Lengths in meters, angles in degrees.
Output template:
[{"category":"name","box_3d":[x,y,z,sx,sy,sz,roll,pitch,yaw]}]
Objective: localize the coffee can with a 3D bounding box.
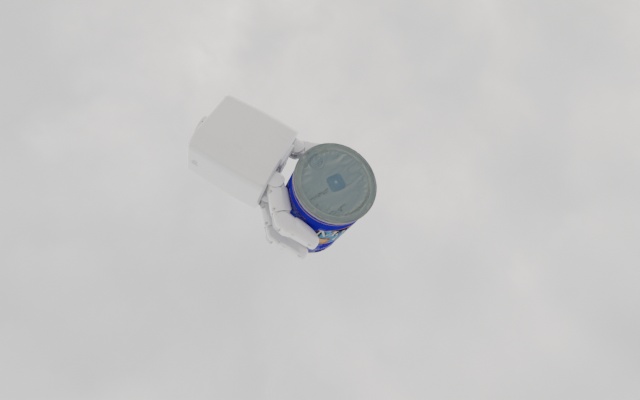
[{"category":"coffee can","box_3d":[0.000,0.002,0.622,0.103,0.102,0.140,0,-20,-16]}]
